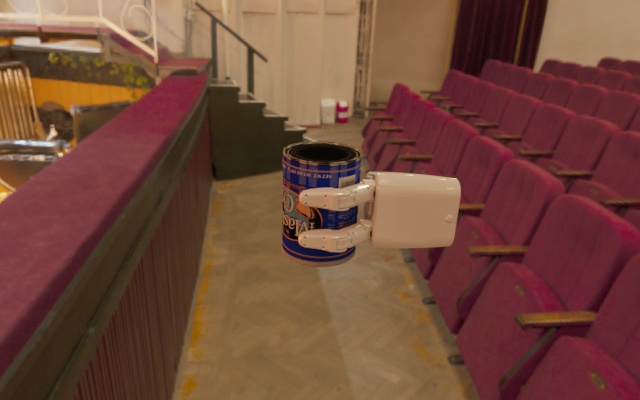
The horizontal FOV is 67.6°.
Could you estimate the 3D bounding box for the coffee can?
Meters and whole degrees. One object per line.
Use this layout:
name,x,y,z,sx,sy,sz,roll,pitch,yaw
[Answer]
coffee can,0.000,0.002,0.633,0.103,0.140,0.102,2,21,-1
